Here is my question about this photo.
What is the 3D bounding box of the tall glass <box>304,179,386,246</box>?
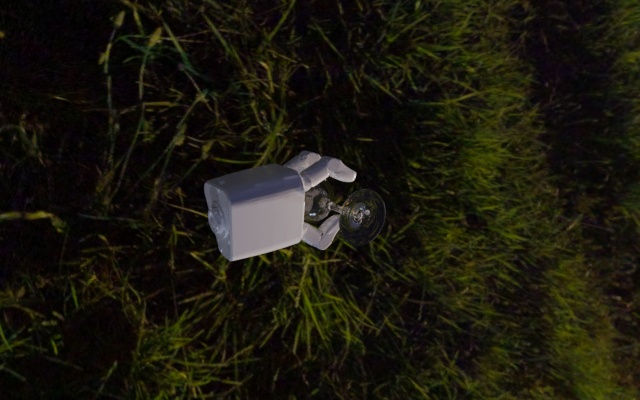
[{"bbox_3d":[0.001,0.002,0.687,0.079,0.079,0.201,0,11,-33],"label":"tall glass"}]
